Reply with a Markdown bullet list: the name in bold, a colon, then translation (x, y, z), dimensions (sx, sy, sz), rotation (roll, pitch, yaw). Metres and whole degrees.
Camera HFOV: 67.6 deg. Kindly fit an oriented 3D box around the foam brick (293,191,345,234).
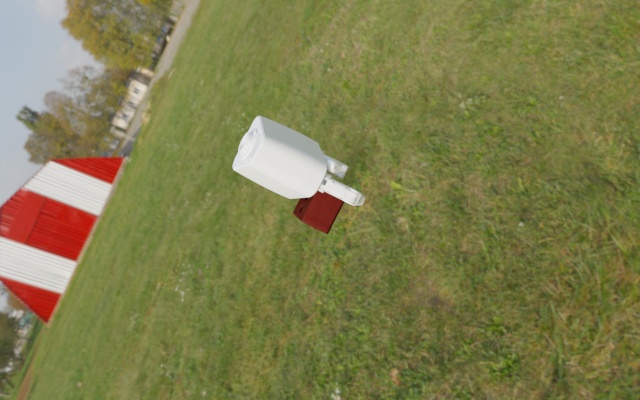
- **foam brick**: translation (0.000, 0.003, 0.746), dimensions (0.051, 0.078, 0.053), rotation (25, 4, -23)
